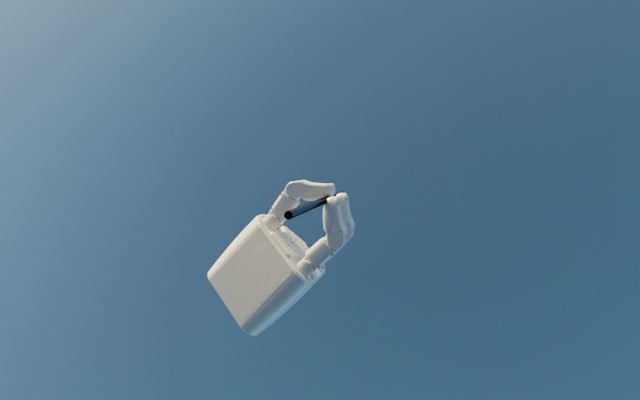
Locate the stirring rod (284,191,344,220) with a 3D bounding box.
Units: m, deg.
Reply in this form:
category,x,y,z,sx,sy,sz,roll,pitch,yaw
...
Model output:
category,x,y,z,sx,sy,sz,roll,pitch,yaw
stirring rod,0.000,0.002,0.533,0.011,0.011,0.239,0,5,14
